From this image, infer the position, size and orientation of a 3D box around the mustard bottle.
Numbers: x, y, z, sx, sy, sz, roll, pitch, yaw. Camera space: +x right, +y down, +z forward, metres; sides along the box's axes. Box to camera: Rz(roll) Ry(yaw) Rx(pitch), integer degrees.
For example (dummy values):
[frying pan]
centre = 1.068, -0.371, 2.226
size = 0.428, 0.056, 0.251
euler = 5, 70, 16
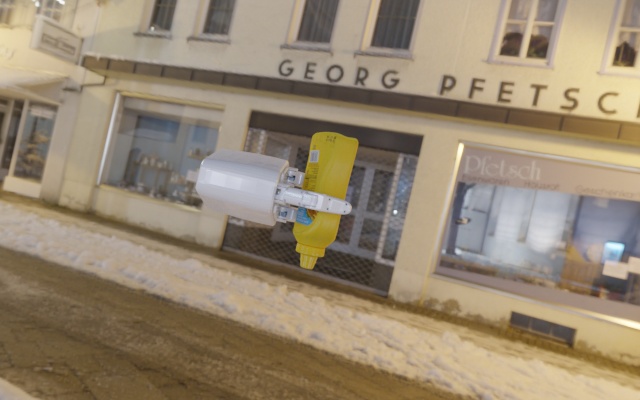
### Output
[mustard bottle]
centre = 0.000, 0.002, 0.678
size = 0.058, 0.191, 0.096
euler = 13, 0, -24
